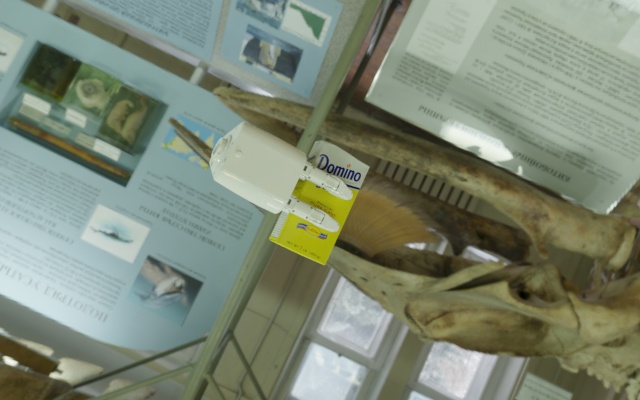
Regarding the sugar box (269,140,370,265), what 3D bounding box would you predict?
[{"bbox_3d":[0.000,0.003,0.754,0.093,0.176,0.048,28,-6,-24],"label":"sugar box"}]
